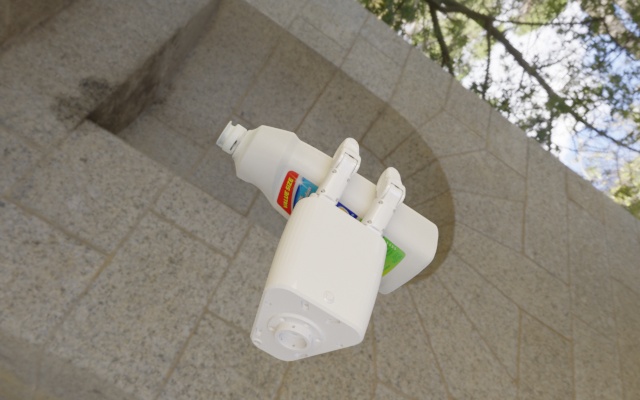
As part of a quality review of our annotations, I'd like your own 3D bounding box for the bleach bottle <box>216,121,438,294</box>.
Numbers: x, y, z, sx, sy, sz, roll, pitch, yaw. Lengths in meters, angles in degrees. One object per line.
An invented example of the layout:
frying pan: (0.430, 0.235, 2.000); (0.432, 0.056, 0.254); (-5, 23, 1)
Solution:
bleach bottle: (0.000, 0.002, 0.517); (0.251, 0.068, 0.103); (33, -47, -11)
